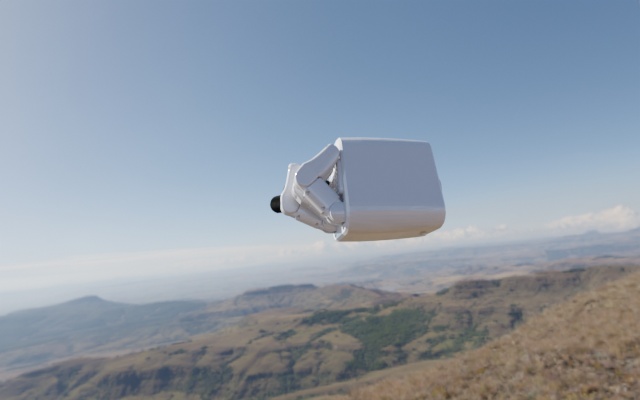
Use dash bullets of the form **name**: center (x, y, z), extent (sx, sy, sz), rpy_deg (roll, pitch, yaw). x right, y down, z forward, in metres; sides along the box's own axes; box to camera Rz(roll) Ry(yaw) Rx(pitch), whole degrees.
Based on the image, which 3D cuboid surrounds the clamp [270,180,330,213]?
- **clamp**: center (0.000, 0.001, 0.627), extent (0.120, 0.039, 0.171), rpy_deg (4, -8, -11)
